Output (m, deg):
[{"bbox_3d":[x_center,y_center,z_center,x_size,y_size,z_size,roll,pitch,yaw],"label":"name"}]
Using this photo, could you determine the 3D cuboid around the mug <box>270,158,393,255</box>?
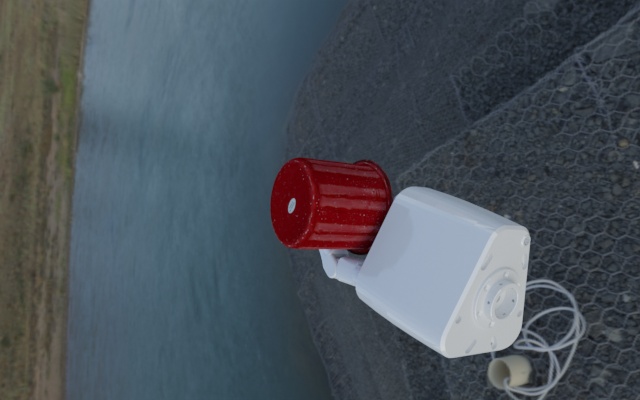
[{"bbox_3d":[-0.001,0.001,0.453,0.081,0.093,0.117,4,11,-33],"label":"mug"}]
